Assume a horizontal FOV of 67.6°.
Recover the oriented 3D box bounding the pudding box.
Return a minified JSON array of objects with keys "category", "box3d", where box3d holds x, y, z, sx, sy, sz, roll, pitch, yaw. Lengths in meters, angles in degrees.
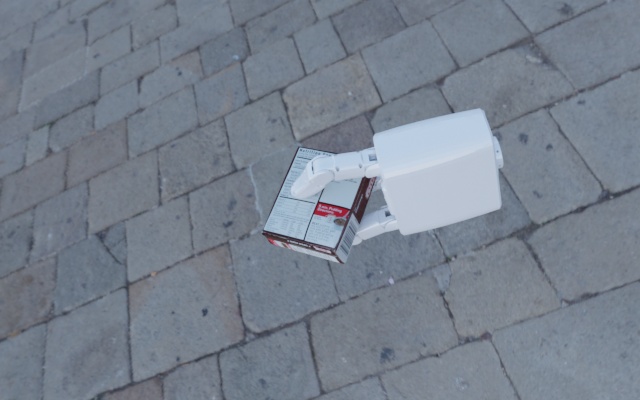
[{"category":"pudding box","box3d":[0.000,0.002,0.512,0.090,0.113,0.039,12,-24,25]}]
